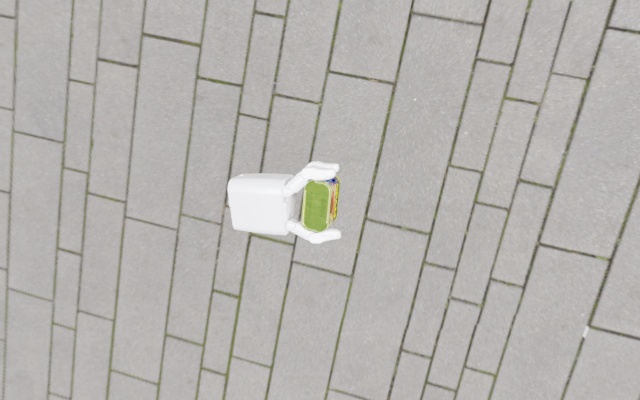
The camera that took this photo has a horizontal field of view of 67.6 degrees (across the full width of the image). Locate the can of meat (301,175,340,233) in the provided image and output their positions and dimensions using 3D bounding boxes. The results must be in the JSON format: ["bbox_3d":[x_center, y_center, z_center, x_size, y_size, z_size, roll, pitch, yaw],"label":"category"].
[{"bbox_3d":[0.000,0.003,0.897,0.057,0.102,0.084,7,13,10],"label":"can of meat"}]
